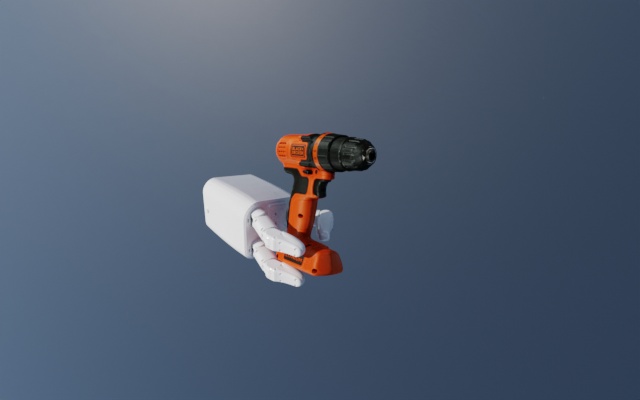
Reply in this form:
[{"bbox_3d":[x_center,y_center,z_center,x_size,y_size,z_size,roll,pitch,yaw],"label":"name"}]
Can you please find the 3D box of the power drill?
[{"bbox_3d":[0.000,0.003,0.647,0.057,0.187,0.184,2,6,-37],"label":"power drill"}]
